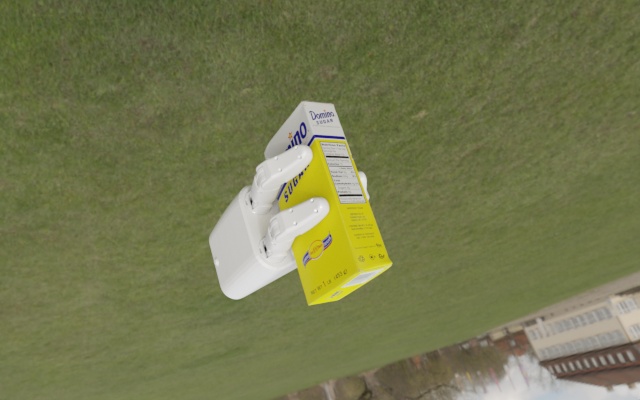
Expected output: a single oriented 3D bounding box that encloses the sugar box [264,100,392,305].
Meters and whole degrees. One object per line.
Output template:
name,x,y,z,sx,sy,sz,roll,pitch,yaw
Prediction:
sugar box,0.000,0.002,0.465,0.048,0.176,0.093,-4,-26,-37
